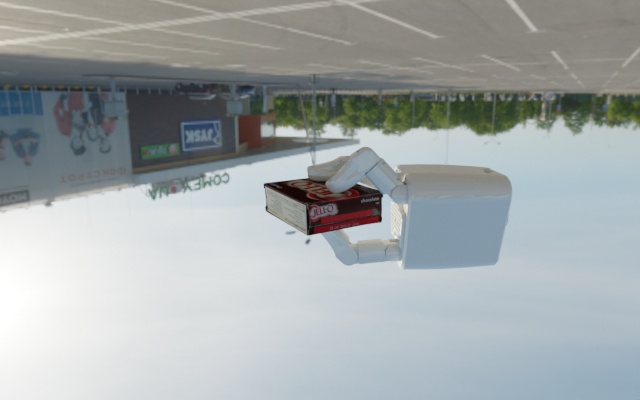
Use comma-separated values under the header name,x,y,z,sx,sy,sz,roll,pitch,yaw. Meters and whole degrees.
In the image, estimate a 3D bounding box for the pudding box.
name,x,y,z,sx,sy,sz,roll,pitch,yaw
pudding box,0.000,0.002,0.520,0.090,0.039,0.113,-7,13,-28
